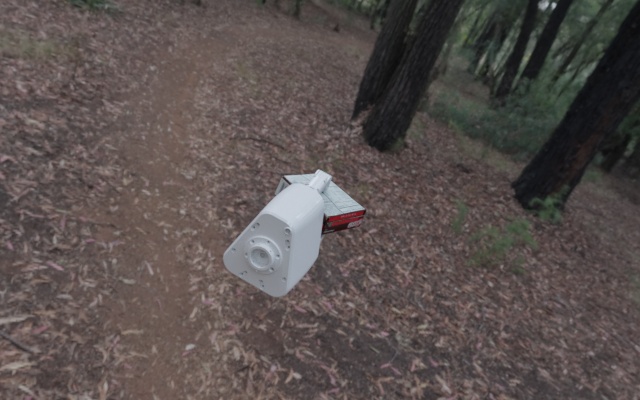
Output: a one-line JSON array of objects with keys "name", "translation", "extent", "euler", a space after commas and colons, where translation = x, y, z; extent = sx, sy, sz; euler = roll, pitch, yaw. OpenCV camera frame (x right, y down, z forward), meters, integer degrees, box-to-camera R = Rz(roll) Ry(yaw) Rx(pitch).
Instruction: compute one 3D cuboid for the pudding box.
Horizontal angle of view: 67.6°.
[{"name": "pudding box", "translation": [0.000, 0.002, 0.726], "extent": [0.090, 0.039, 0.113], "euler": [-7, 41, -46]}]
